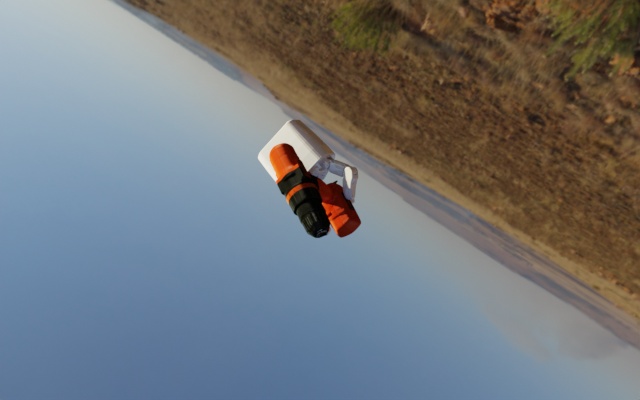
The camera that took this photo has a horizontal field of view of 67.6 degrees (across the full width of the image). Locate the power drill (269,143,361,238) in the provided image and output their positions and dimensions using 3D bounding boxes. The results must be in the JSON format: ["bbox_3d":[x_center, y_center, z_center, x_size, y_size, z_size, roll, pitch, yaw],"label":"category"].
[{"bbox_3d":[0.000,0.003,0.812,0.057,0.184,0.188,-34,-32,14],"label":"power drill"}]
